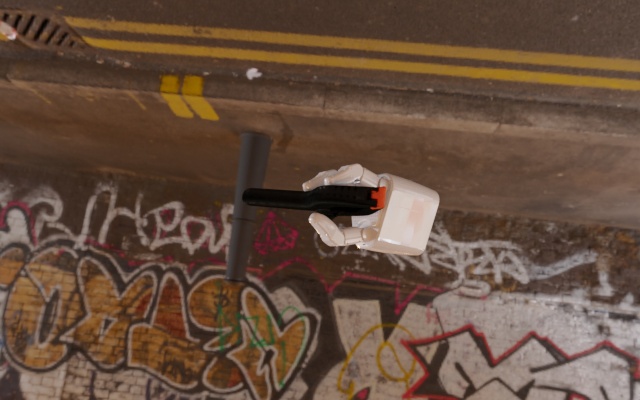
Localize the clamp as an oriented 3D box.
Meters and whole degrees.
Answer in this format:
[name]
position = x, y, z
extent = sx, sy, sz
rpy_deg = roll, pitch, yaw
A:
[clamp]
position = 0.001, 0.003, 0.661
extent = 0.164, 0.036, 0.210
rpy_deg = 13, -13, -33
